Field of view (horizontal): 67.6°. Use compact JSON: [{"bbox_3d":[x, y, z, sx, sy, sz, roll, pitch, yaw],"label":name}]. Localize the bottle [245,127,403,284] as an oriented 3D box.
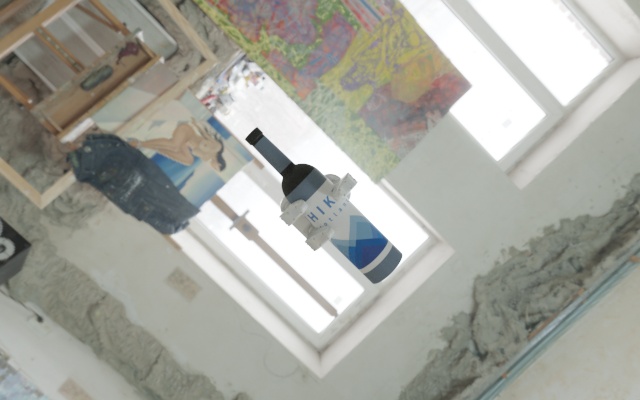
[{"bbox_3d":[0.000,0.003,0.727,0.296,0.069,0.069,45,-6,-6],"label":"bottle"}]
